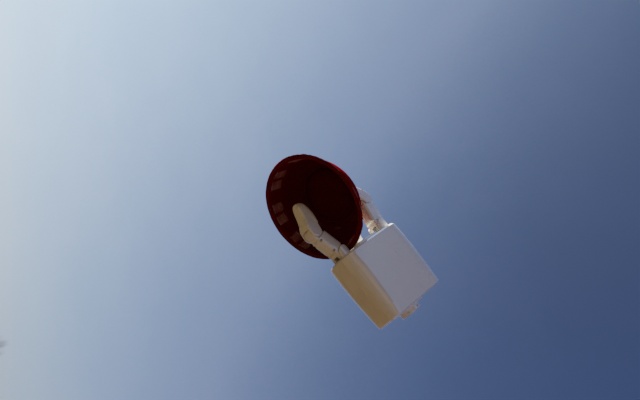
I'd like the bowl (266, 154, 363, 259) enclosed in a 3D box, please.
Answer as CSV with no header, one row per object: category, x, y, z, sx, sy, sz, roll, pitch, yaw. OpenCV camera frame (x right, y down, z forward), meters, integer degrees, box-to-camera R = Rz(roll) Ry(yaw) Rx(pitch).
bowl,0.000,0.001,0.695,0.162,0.162,0.055,0,23,34
